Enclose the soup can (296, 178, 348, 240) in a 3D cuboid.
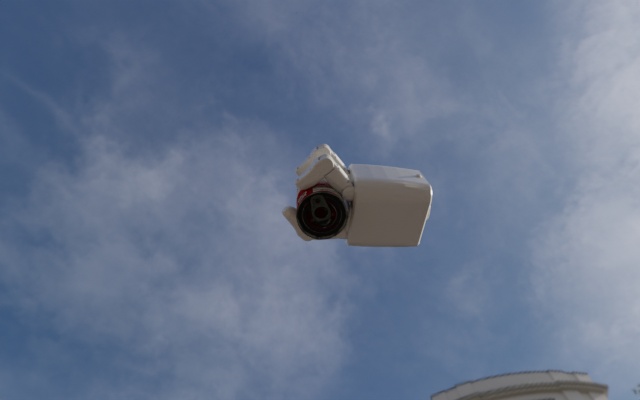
[{"bbox_3d":[0.000,0.002,0.668,0.068,0.068,0.102,0,21,-3],"label":"soup can"}]
